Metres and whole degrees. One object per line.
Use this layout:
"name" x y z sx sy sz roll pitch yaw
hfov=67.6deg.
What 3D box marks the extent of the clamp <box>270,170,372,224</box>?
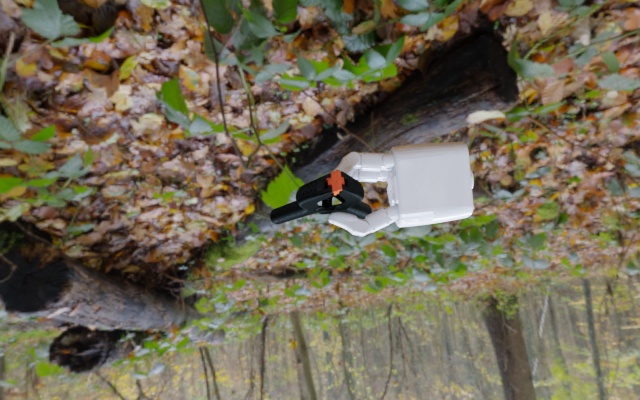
"clamp" 0.000 0.003 0.691 0.164 0.036 0.210 -6 -14 0
